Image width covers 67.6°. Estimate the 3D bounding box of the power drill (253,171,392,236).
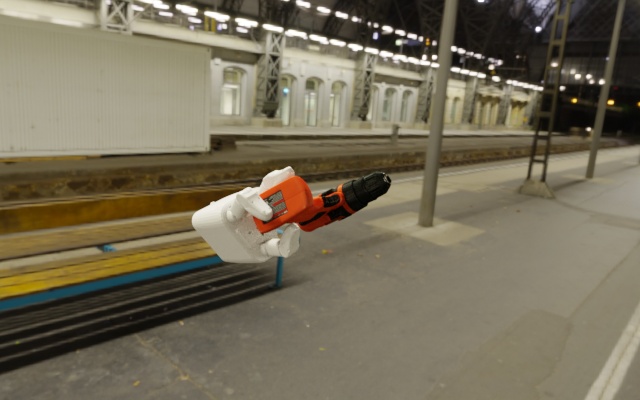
[{"bbox_3d":[0.000,0.002,0.738,0.184,0.057,0.187,-29,-17,29],"label":"power drill"}]
